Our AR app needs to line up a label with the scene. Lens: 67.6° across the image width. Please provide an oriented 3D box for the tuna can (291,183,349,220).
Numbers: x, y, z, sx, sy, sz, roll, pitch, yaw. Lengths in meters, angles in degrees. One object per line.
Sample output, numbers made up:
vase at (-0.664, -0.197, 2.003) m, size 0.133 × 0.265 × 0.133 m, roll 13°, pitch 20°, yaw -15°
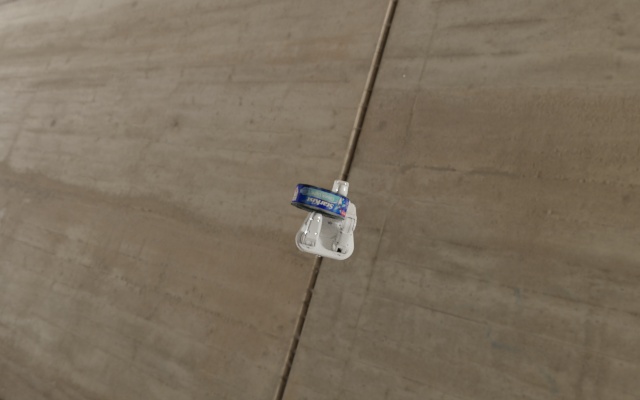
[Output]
tuna can at (0.000, 0.002, 0.729) m, size 0.086 × 0.033 × 0.086 m, roll 16°, pitch -6°, yaw 2°
